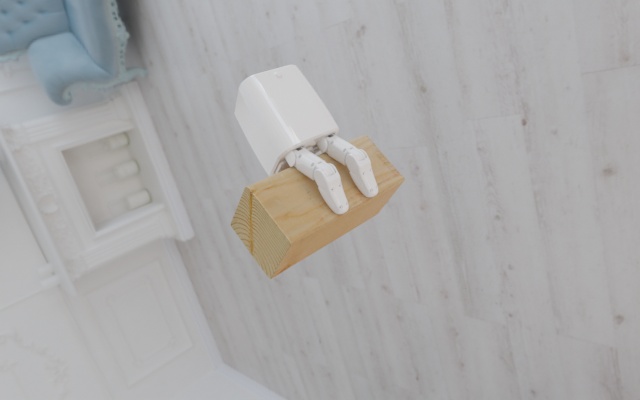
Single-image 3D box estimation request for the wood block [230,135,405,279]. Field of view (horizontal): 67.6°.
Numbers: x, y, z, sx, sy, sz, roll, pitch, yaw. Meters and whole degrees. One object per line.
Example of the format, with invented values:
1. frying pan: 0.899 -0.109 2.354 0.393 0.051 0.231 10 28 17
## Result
1. wood block: 0.000 0.002 0.622 0.206 0.090 0.091 -27 -19 -36
